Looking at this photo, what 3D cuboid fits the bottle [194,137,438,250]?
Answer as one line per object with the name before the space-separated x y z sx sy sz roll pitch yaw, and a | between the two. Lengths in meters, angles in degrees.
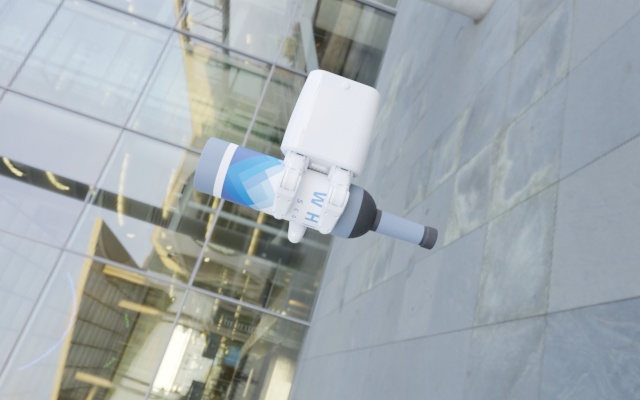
bottle | 0.000 0.002 0.579 0.296 0.069 0.069 18 -1 -4
